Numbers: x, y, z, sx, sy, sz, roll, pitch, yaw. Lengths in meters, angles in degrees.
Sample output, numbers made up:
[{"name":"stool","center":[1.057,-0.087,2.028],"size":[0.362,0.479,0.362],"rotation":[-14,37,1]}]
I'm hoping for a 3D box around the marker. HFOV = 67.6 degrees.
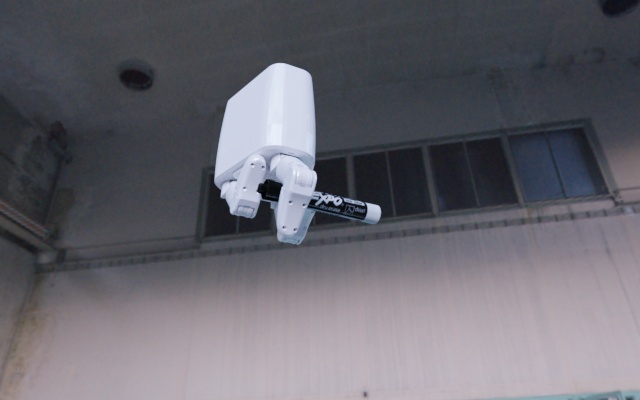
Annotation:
[{"name":"marker","center":[0.000,0.001,0.438],"size":[0.121,0.020,0.020],"rotation":[13,-5,-24]}]
